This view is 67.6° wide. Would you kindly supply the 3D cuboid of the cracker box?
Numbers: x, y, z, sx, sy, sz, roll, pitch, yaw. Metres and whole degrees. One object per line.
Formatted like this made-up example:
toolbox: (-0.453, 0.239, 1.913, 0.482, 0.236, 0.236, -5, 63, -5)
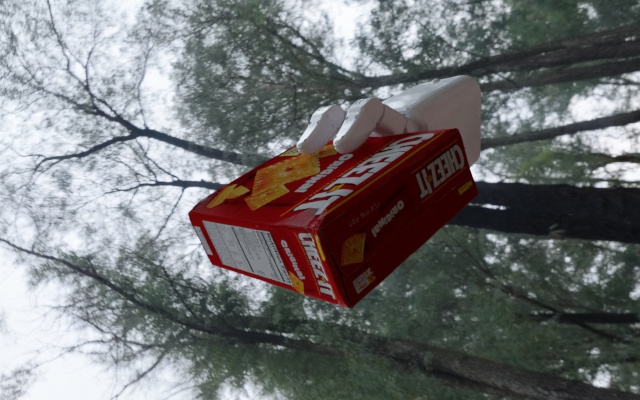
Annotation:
cracker box: (0.000, 0.002, 0.429, 0.164, 0.072, 0.213, -35, 22, -32)
